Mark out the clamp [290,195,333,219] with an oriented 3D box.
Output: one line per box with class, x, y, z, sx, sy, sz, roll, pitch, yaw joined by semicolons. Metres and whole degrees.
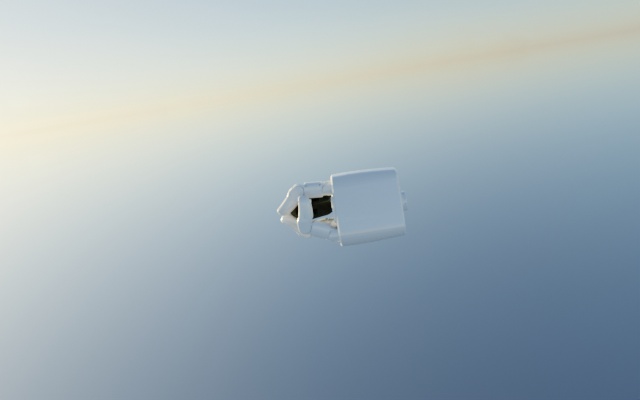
clamp;0.000;0.002;0.850;0.120;0.039;0.171;-9;14;5
